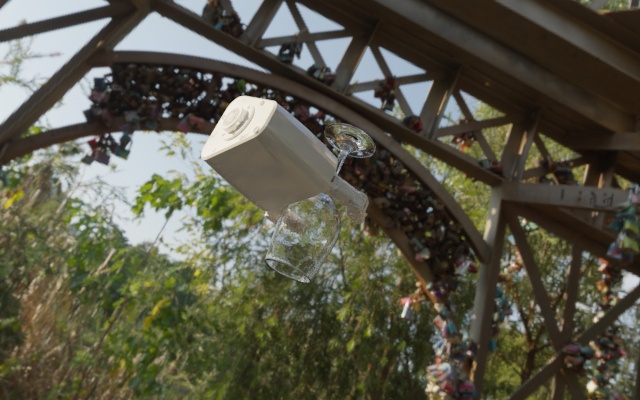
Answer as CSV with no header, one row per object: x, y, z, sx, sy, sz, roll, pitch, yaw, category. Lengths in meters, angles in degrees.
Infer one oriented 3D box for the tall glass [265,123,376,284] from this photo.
0.001,0.001,0.609,0.079,0.201,0.079,21,-22,9,tall glass
